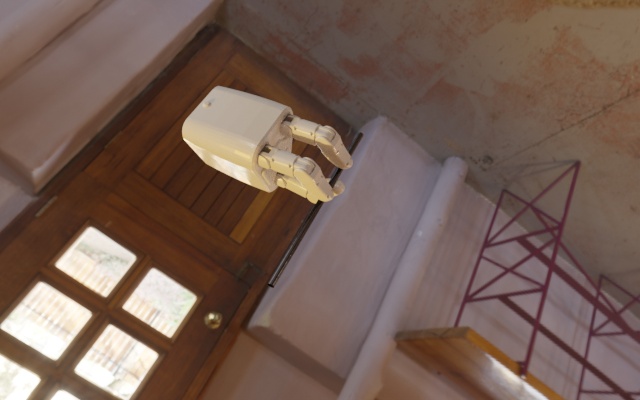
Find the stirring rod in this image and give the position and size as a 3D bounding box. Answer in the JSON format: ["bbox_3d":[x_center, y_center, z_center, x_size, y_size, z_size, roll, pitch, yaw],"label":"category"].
[{"bbox_3d":[0.000,0.002,0.570,0.011,0.239,0.011,22,-31,14],"label":"stirring rod"}]
